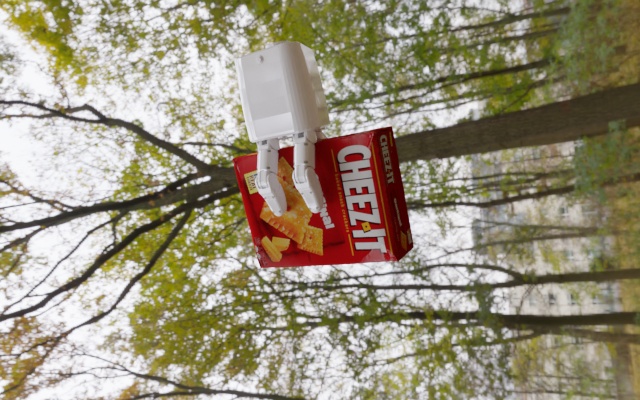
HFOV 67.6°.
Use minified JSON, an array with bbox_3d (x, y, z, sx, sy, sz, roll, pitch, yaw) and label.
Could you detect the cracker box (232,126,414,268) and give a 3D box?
[{"bbox_3d":[0.000,0.002,0.637,0.214,0.164,0.072,-7,10,29],"label":"cracker box"}]
